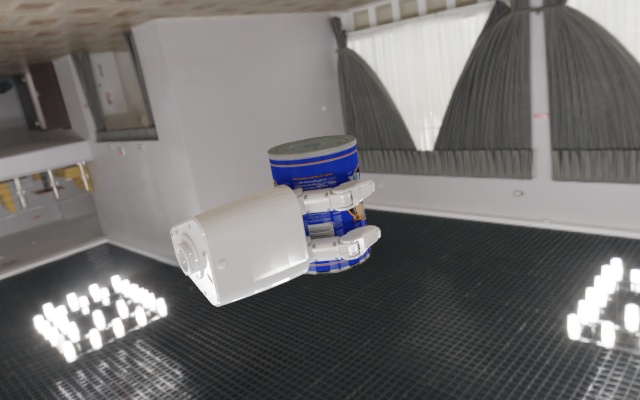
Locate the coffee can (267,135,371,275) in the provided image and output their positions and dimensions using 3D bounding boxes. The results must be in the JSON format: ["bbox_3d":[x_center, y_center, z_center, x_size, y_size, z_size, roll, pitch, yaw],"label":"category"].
[{"bbox_3d":[0.000,0.002,0.562,0.103,0.140,0.102,-9,15,2],"label":"coffee can"}]
